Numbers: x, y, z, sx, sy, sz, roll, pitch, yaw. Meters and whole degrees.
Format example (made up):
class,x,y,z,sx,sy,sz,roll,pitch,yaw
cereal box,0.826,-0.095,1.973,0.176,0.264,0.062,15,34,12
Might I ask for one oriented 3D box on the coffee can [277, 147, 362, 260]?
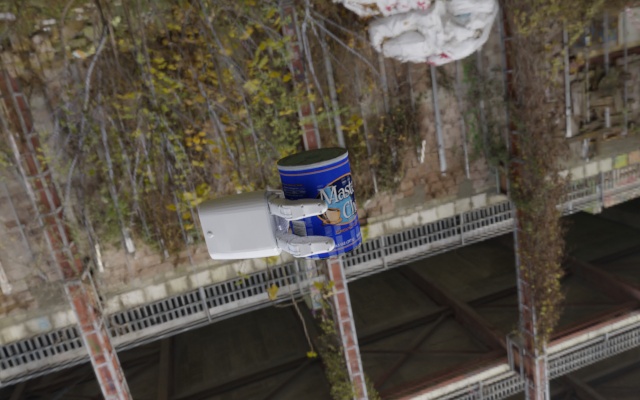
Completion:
class,x,y,z,sx,sy,sz,roll,pitch,yaw
coffee can,0.000,0.002,0.698,0.103,0.140,0.102,-10,16,3
